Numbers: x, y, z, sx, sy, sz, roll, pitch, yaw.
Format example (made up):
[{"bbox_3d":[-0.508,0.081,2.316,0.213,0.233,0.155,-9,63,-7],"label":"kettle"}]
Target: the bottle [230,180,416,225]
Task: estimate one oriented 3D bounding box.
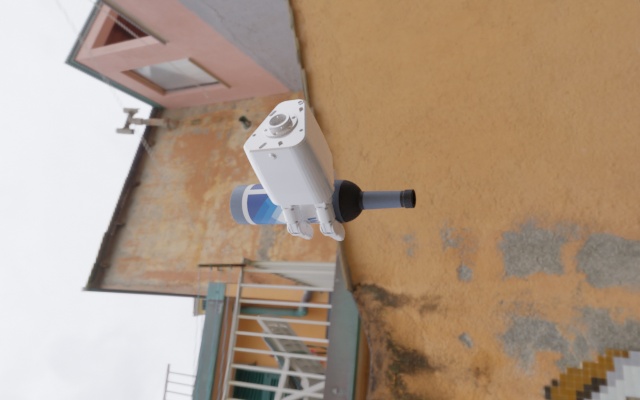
[{"bbox_3d":[0.000,0.002,0.744,0.296,0.069,0.069,-2,-1,24],"label":"bottle"}]
